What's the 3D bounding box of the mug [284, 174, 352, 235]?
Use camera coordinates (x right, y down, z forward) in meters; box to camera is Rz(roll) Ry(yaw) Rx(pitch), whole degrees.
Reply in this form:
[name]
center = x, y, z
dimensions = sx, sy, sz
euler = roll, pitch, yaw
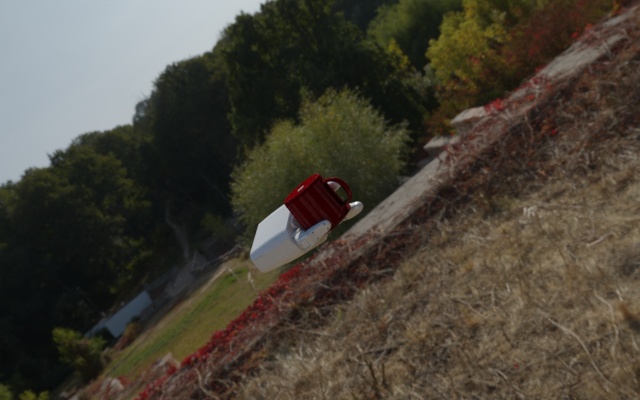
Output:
[mug]
center = 0.001, 0.002, 0.817
dimensions = 0.117, 0.081, 0.093
euler = -33, 13, 31
